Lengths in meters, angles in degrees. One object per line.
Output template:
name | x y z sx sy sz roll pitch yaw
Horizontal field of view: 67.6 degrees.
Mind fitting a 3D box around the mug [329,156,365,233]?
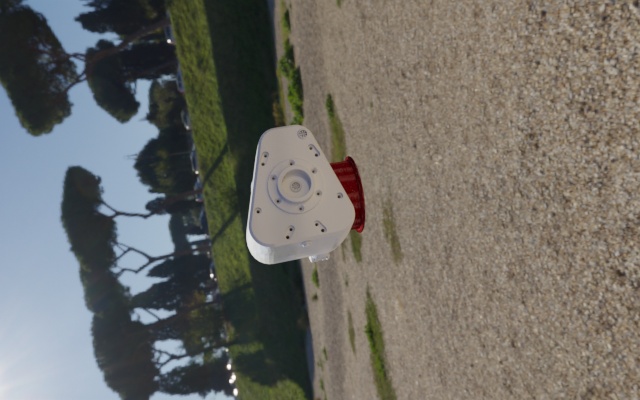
mug | 0.000 0.002 0.578 0.081 0.093 0.117 -9 -13 -9
